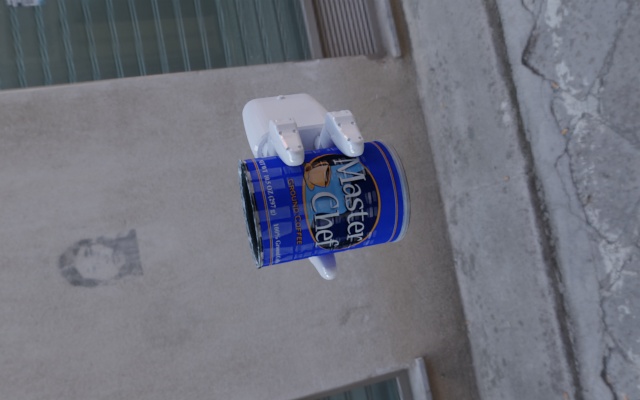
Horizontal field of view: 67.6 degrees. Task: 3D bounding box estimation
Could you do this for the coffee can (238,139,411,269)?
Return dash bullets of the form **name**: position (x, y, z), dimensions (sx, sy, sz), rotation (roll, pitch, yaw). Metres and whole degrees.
- **coffee can**: position (0.000, 0.002, 0.456), dimensions (0.140, 0.103, 0.103), rotation (-10, 2, -14)
